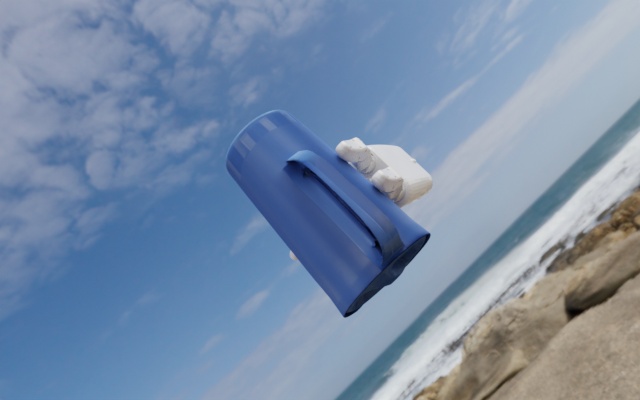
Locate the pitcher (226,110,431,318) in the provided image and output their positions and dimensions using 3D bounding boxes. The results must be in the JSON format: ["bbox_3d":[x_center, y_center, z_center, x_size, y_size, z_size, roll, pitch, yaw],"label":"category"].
[{"bbox_3d":[0.000,0.002,0.555,0.242,0.149,0.145,46,30,18],"label":"pitcher"}]
